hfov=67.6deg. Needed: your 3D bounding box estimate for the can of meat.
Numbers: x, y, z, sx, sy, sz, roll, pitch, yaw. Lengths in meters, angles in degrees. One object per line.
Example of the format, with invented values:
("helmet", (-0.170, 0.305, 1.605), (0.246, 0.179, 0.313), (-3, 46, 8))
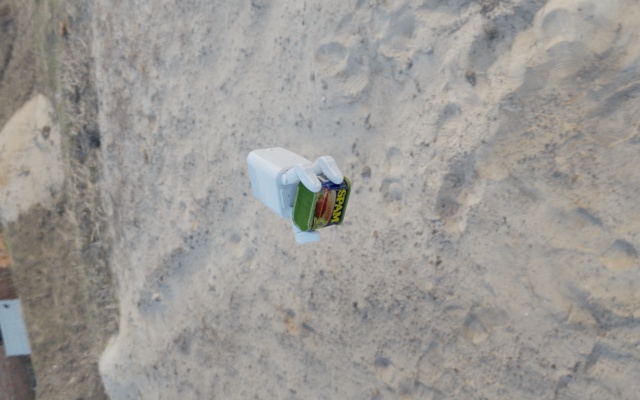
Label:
("can of meat", (0.000, 0.003, 0.867), (0.084, 0.102, 0.057), (-12, 36, -39))
